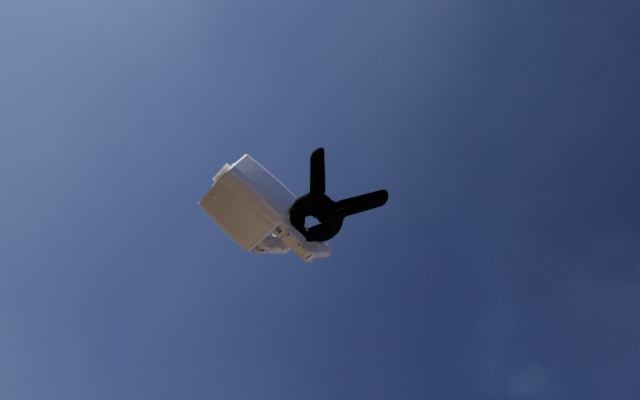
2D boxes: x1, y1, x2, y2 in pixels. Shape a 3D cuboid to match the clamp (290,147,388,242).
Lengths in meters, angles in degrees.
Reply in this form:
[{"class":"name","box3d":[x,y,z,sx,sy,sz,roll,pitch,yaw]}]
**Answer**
[{"class":"clamp","box3d":[0.000,0.002,0.685,0.171,0.120,0.039,-41,10,35]}]
